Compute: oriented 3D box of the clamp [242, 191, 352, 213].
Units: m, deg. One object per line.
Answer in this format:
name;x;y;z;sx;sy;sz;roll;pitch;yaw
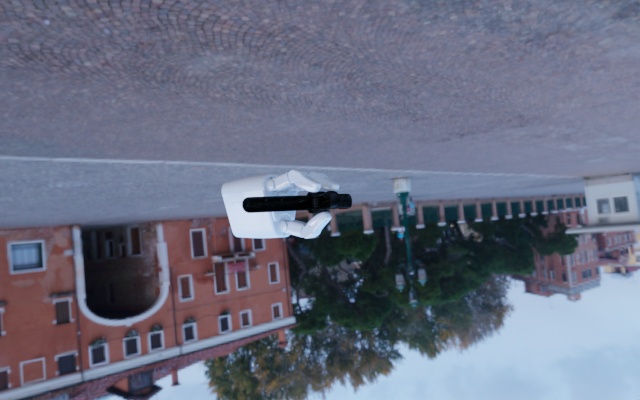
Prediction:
clamp;0.000;0.003;0.783;0.164;0.036;0.210;-3;-2;35
